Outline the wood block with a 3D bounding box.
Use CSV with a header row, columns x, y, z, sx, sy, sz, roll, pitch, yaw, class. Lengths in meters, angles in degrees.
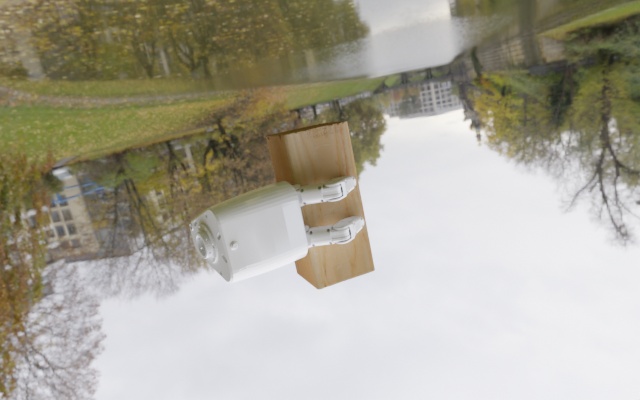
x,y,z,sx,sy,sz,roll,pitch,yaw,class
0.000,0.002,0.658,0.090,0.206,0.091,-16,13,-19,wood block
